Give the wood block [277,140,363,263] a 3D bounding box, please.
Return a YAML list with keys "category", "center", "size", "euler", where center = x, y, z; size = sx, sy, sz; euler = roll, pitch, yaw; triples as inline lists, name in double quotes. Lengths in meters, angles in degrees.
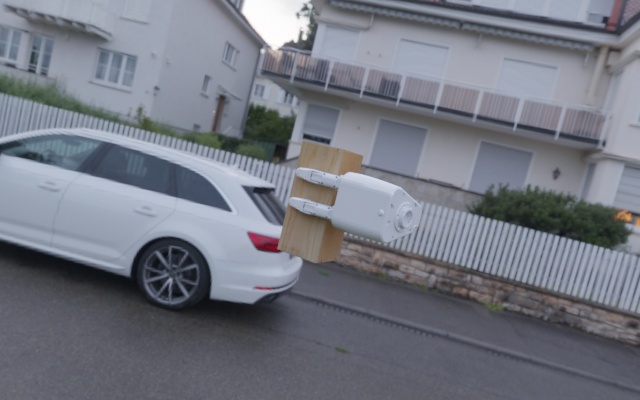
- category: "wood block"
  center: [0.001, 0.003, 0.890]
  size: [0.090, 0.206, 0.091]
  euler: [16, 5, 29]
